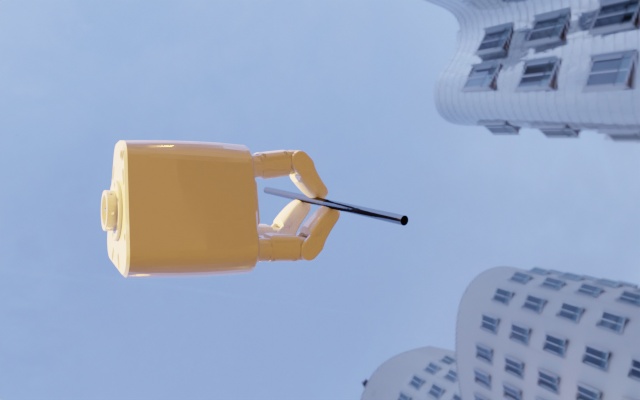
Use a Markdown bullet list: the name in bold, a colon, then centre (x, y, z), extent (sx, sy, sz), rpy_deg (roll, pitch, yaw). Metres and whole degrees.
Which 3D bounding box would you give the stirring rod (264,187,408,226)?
- **stirring rod**: centre (0.000, 0.001, 0.465), extent (0.011, 0.011, 0.239), rpy_deg (0, 7, -32)
